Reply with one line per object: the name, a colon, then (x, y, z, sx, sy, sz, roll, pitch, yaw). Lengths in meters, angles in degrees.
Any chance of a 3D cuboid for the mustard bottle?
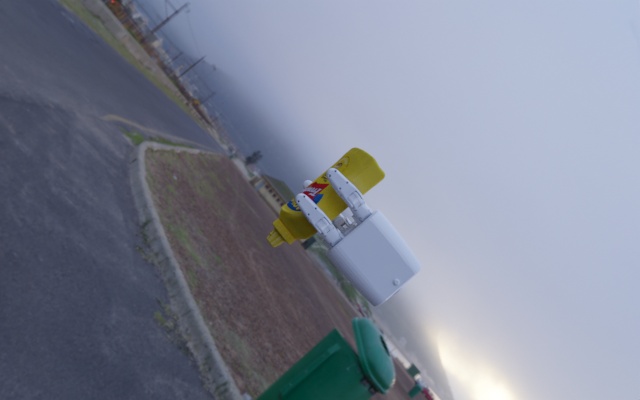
mustard bottle: (0.000, 0.002, 0.704, 0.191, 0.058, 0.096, -40, 23, -4)
